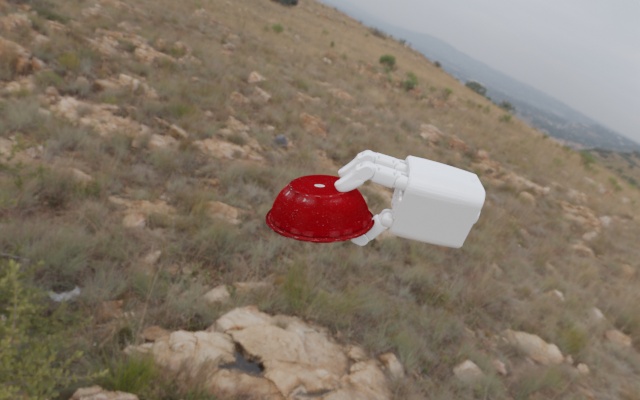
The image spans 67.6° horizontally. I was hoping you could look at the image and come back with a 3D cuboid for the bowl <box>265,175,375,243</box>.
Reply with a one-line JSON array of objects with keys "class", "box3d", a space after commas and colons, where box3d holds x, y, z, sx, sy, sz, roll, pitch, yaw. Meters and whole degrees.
[{"class": "bowl", "box3d": [-0.001, 0.002, 0.696, 0.162, 0.055, 0.162, 1, 22, 0]}]
